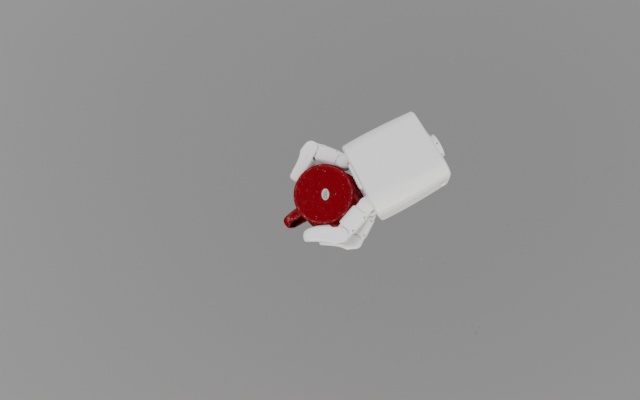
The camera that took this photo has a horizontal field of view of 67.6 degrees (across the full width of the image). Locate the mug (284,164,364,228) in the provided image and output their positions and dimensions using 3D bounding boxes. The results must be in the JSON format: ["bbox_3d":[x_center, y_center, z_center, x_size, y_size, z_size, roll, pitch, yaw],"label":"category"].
[{"bbox_3d":[-0.001,0.003,0.656,0.117,0.093,0.081,-29,-12,6],"label":"mug"}]
